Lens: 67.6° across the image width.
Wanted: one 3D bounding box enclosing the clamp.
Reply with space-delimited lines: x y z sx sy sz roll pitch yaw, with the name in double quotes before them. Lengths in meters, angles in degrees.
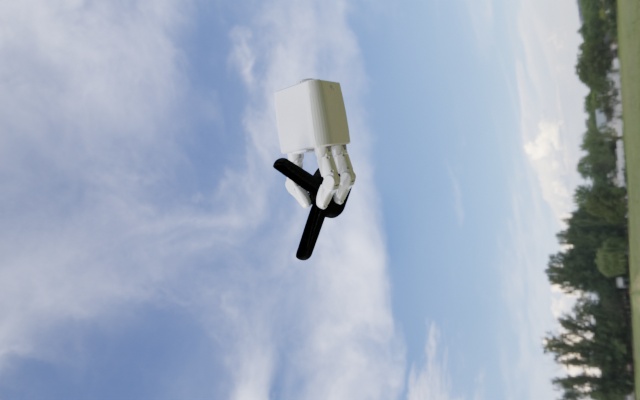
"clamp" 0.000 0.002 0.814 0.036 0.164 0.210 -6 5 32
